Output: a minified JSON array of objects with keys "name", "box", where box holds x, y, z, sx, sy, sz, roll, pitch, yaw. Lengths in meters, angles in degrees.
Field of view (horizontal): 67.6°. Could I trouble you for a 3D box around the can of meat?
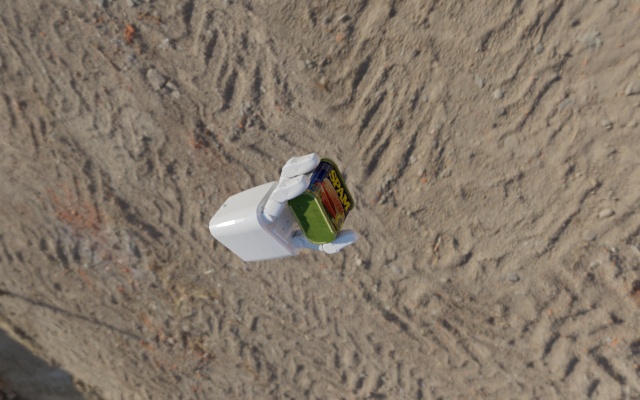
[{"name":"can of meat","box":[0.000,0.003,0.705,0.057,0.102,0.084,-10,32,30]}]
